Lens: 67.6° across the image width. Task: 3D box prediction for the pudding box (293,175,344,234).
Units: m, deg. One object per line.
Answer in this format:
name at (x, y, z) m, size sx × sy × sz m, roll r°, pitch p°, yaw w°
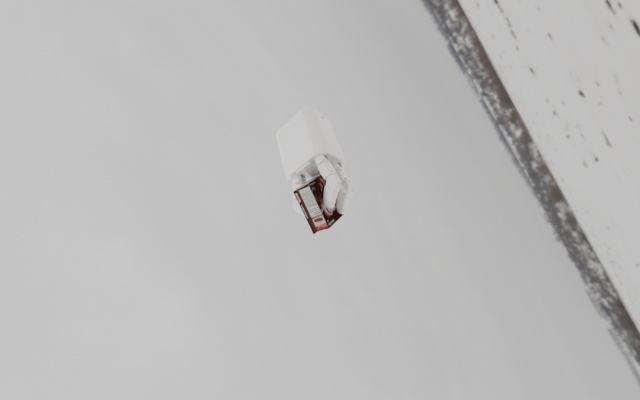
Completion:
pudding box at (0.000, 0.003, 0.893) m, size 0.039 × 0.090 × 0.113 m, roll -24°, pitch 5°, yaw 24°
